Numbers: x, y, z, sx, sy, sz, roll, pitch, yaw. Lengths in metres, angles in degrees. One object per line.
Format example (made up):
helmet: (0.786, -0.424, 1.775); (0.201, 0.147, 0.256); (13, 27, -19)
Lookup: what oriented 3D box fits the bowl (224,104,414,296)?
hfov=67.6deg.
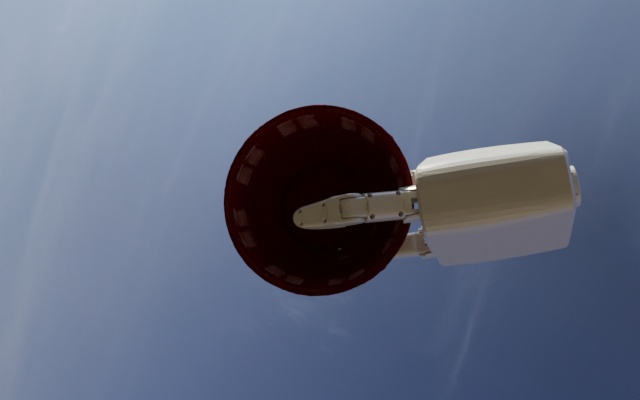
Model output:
bowl: (-0.001, 0.001, 0.422); (0.162, 0.162, 0.055); (0, -9, 9)
